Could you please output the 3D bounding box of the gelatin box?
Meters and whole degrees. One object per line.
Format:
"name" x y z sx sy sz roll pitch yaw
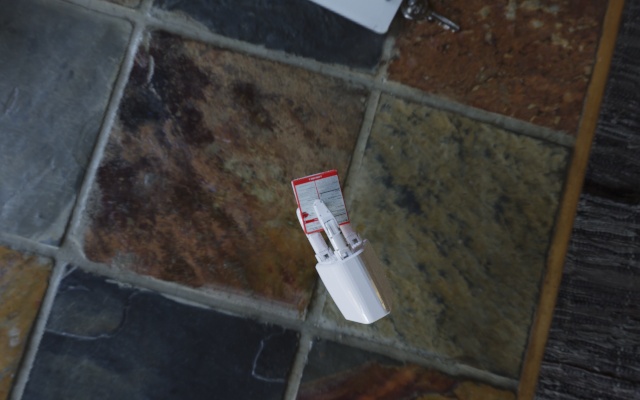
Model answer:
"gelatin box" 0.000 0.002 0.757 0.073 0.089 0.030 -15 5 -5
